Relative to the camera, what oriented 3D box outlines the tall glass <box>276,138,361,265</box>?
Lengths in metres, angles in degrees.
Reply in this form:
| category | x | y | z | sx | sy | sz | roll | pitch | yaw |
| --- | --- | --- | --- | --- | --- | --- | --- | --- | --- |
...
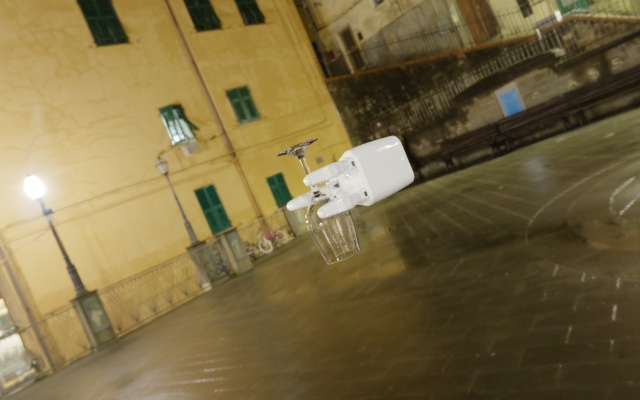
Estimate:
| category | x | y | z | sx | sy | sz | roll | pitch | yaw |
| --- | --- | --- | --- | --- | --- | --- | --- | --- | --- |
| tall glass | 0.000 | 0.002 | 0.794 | 0.079 | 0.201 | 0.079 | -23 | 2 | 1 |
